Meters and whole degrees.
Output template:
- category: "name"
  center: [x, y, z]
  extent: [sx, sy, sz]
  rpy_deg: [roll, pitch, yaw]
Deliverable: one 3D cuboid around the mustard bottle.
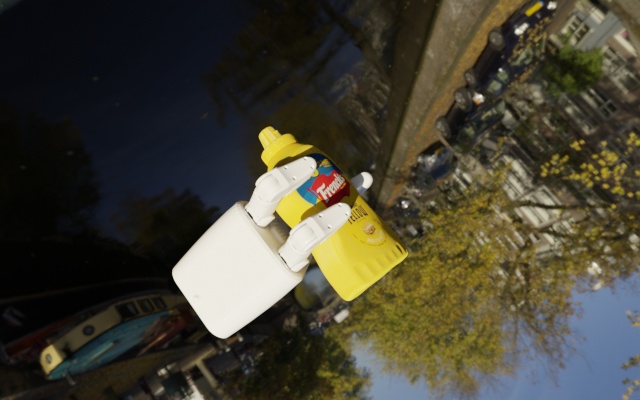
- category: "mustard bottle"
  center: [0.000, 0.002, 0.482]
  extent: [0.096, 0.191, 0.058]
  rpy_deg: [-25, -18, -49]
